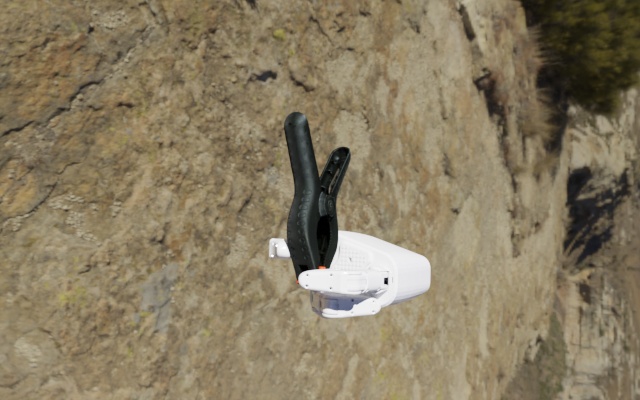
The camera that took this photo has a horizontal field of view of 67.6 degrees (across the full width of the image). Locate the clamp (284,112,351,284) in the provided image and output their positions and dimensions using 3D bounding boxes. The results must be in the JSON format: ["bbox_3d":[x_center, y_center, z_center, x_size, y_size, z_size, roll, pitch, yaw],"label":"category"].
[{"bbox_3d":[0.001,0.002,0.507,0.039,0.171,0.120,-1,-5,35],"label":"clamp"}]
